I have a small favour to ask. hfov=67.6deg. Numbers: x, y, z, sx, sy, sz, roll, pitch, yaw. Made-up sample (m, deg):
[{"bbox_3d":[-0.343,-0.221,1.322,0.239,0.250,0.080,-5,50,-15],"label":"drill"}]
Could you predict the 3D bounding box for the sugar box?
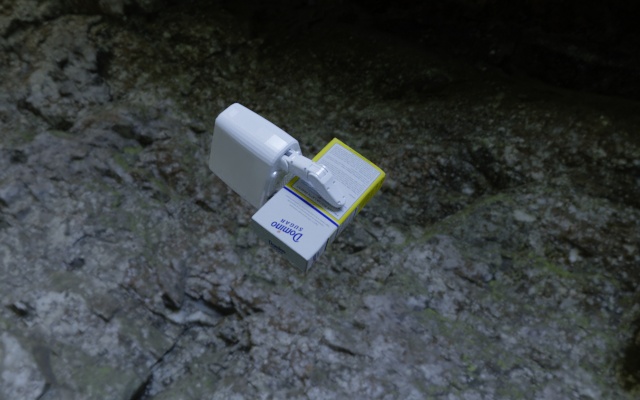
[{"bbox_3d":[0.000,0.002,0.636,0.093,0.176,0.048,36,-27,15],"label":"sugar box"}]
